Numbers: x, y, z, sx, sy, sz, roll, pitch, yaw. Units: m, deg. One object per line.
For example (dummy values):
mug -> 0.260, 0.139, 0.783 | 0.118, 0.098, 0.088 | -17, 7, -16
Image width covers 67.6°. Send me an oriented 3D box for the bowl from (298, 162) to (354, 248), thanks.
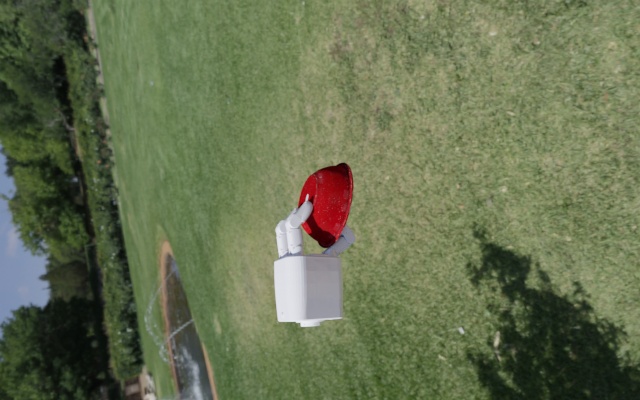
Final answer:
bowl -> 0.000, 0.002, 0.868 | 0.055, 0.162, 0.162 | 14, -5, -19
